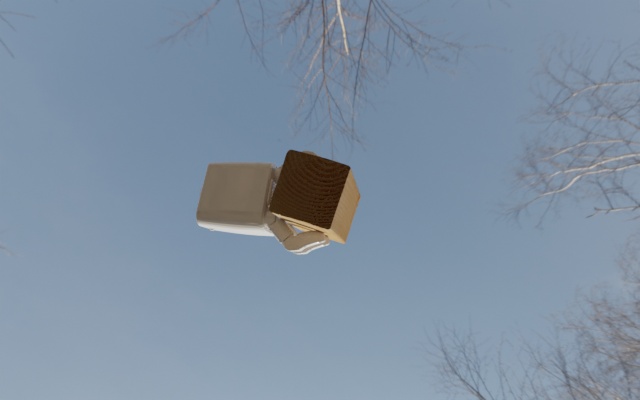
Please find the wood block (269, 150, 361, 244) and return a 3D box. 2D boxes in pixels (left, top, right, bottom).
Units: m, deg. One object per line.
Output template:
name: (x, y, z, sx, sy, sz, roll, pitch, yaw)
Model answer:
wood block: (0.000, 0.002, 0.722, 0.090, 0.091, 0.206, 16, -7, 11)
